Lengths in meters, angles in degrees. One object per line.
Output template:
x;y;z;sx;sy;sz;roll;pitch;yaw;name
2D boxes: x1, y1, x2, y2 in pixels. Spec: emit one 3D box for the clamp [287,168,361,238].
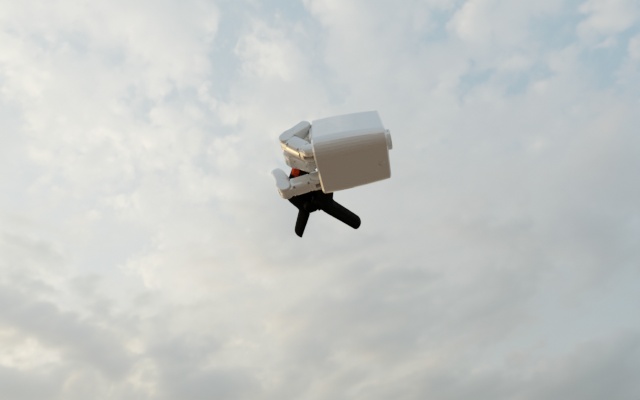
0.000;0.002;0.790;0.120;0.039;0.172;-9;-40;7;clamp
